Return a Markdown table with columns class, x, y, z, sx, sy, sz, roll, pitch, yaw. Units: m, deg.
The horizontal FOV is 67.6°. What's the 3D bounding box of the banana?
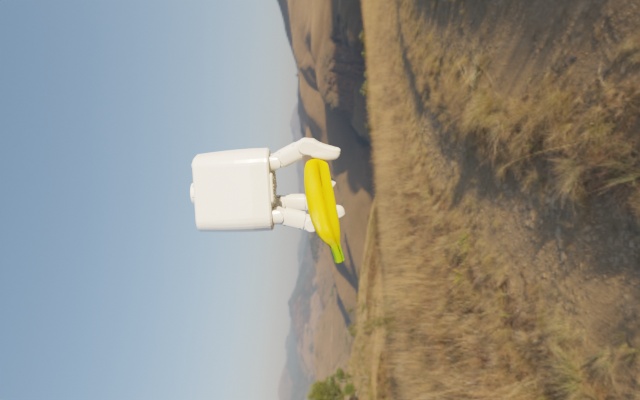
| class | x | y | z | sx | sy | sz | roll | pitch | yaw |
| --- | --- | --- | --- | --- | --- | --- | --- | --- | --- |
| banana | -0.001 | -0.009 | 0.638 | 0.037 | 0.070 | 0.197 | -8 | 43 | -1 |
